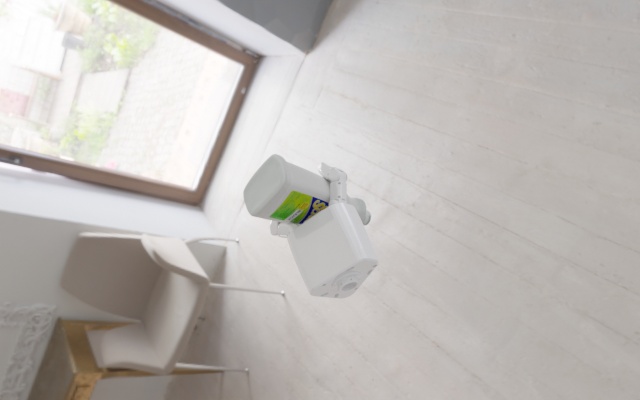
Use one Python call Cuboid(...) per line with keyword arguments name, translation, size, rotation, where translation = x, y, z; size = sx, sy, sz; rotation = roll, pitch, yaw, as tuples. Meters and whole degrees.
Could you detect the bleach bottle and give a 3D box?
Cuboid(name="bleach bottle", translation=(0.000, 0.003, 0.795), size=(0.251, 0.068, 0.102), rotation=(16, -50, -43))
